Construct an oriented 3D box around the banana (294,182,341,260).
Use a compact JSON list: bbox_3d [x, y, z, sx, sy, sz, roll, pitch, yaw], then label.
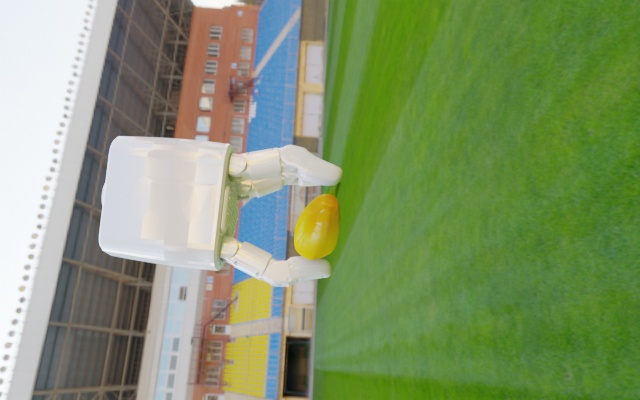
[{"bbox_3d":[-0.003,0.019,0.426,0.037,0.069,0.198,9,6,0],"label":"banana"}]
